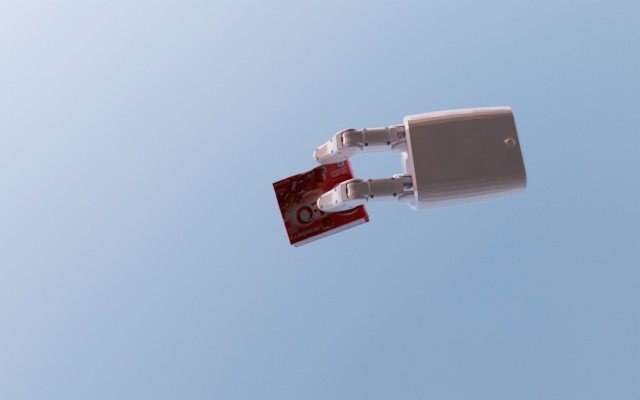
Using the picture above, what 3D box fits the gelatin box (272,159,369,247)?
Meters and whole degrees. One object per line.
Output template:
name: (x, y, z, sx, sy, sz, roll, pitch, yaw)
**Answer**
gelatin box: (0.000, 0.002, 0.521, 0.089, 0.073, 0.030, -20, -16, 7)
